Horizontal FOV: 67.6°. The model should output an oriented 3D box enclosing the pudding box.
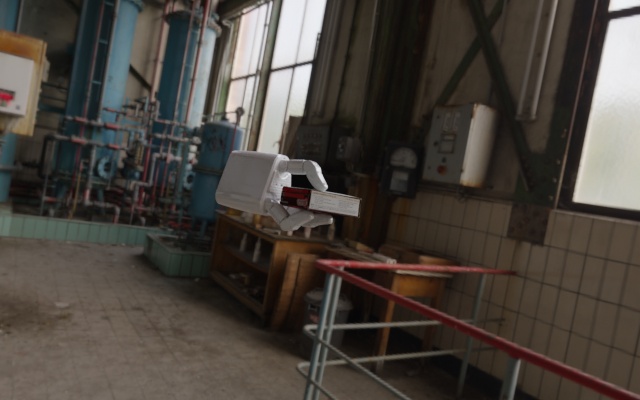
[{"bbox_3d":[0.000,0.003,0.825,0.113,0.039,0.090,8,1,-35],"label":"pudding box"}]
